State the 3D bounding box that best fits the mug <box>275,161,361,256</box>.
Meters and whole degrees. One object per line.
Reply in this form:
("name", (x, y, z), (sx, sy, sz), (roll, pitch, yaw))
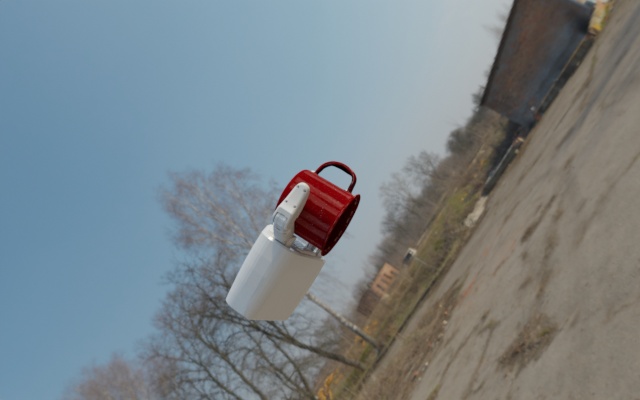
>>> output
("mug", (0.001, 0.001, 0.622), (0.081, 0.117, 0.093), (31, 2, 13))
